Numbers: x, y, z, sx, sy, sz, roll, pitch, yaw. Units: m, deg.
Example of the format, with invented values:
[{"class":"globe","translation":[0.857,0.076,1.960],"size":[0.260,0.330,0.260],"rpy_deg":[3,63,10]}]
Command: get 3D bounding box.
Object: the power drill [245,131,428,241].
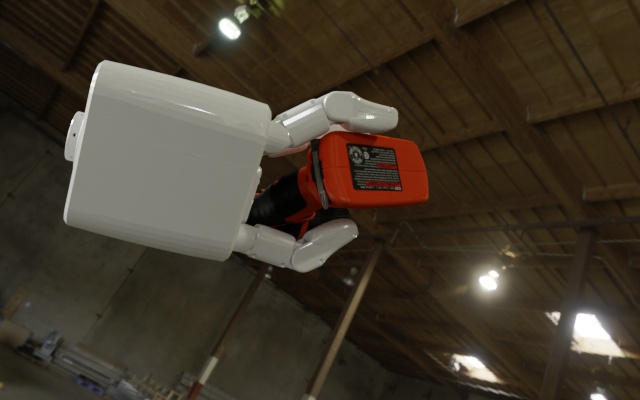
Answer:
[{"class":"power drill","translation":[0.000,0.001,0.426],"size":[0.184,0.057,0.188],"rpy_deg":[-2,-15,-41]}]
